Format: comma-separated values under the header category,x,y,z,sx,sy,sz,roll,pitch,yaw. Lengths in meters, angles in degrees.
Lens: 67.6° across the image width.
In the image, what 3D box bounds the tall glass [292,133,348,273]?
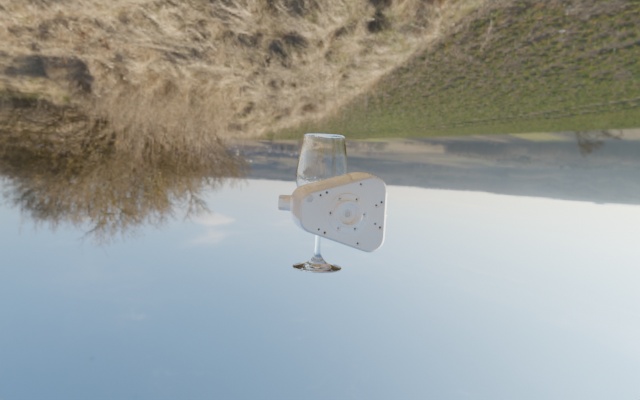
category,x,y,z,sx,sy,sz,roll,pitch,yaw
tall glass,0.000,0.003,0.713,0.079,0.201,0.079,3,3,0
